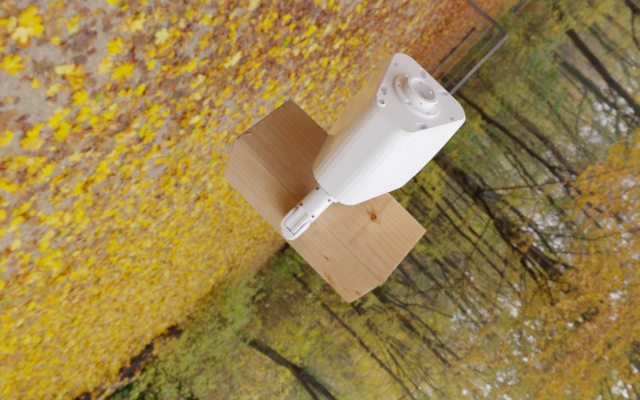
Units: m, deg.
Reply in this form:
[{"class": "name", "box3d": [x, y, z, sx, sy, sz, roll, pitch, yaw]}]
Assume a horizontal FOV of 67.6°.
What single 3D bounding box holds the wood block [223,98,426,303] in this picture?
[{"class": "wood block", "box3d": [0.000, 0.002, 0.532, 0.090, 0.206, 0.090, -43, -4, -31]}]
